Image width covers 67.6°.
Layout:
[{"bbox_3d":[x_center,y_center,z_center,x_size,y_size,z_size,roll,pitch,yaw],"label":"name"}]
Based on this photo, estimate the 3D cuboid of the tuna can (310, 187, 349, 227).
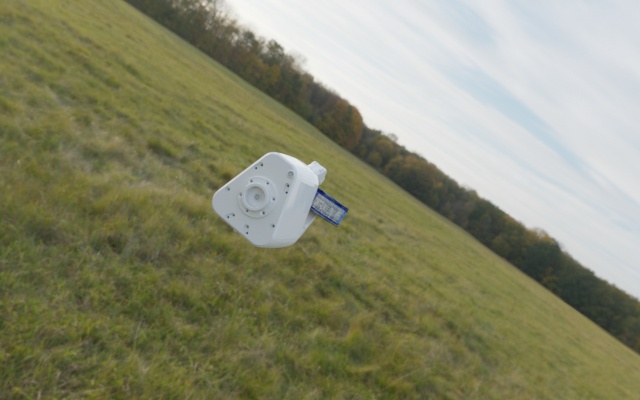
[{"bbox_3d":[0.000,0.002,0.730,0.086,0.034,0.086,35,2,-1],"label":"tuna can"}]
